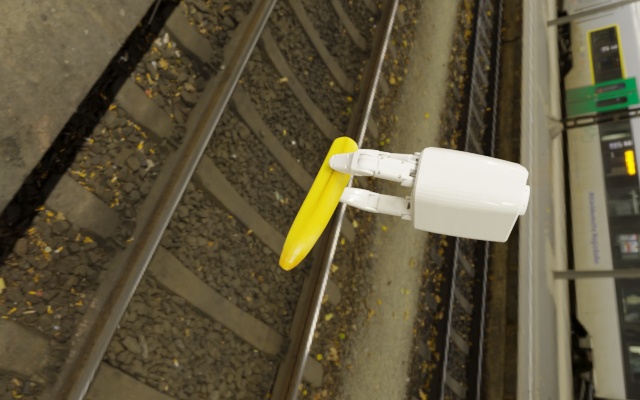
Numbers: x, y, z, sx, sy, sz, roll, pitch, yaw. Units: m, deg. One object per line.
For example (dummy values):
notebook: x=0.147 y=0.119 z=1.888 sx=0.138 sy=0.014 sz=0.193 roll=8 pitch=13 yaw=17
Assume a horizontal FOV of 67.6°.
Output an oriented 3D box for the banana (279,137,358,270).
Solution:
banana: x=0.006 y=-0.009 z=0.564 sx=0.037 sy=0.197 sz=0.070 roll=26 pitch=-30 yaw=-1
